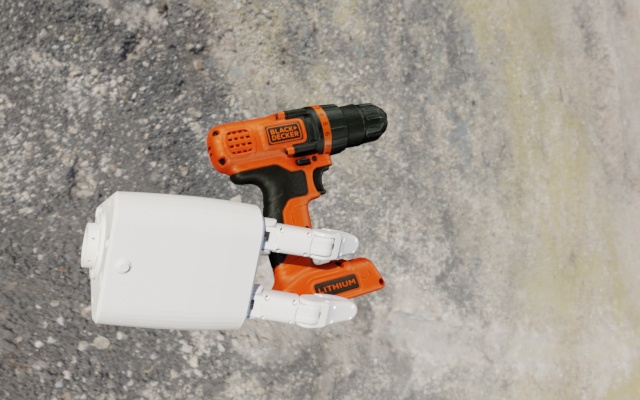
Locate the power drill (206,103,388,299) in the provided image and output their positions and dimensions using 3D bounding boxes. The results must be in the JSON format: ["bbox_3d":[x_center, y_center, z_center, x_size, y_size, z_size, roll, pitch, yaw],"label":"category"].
[{"bbox_3d":[0.000,0.002,0.458,0.184,0.187,0.057,-13,-5,-19],"label":"power drill"}]
